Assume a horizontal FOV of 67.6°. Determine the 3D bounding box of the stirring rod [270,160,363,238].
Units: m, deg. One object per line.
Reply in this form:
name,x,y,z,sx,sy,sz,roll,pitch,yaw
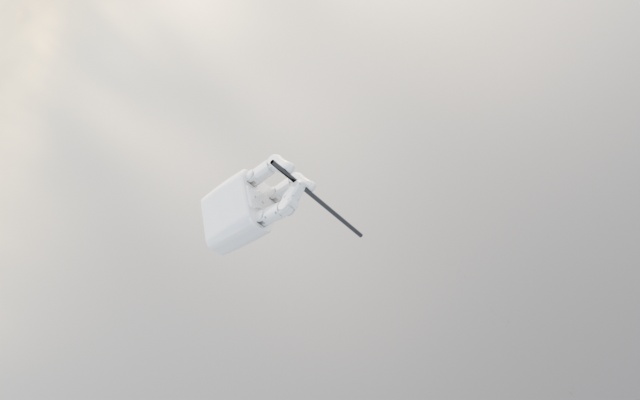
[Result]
stirring rod,0.000,0.003,0.794,0.011,0.011,0.240,0,-31,45
